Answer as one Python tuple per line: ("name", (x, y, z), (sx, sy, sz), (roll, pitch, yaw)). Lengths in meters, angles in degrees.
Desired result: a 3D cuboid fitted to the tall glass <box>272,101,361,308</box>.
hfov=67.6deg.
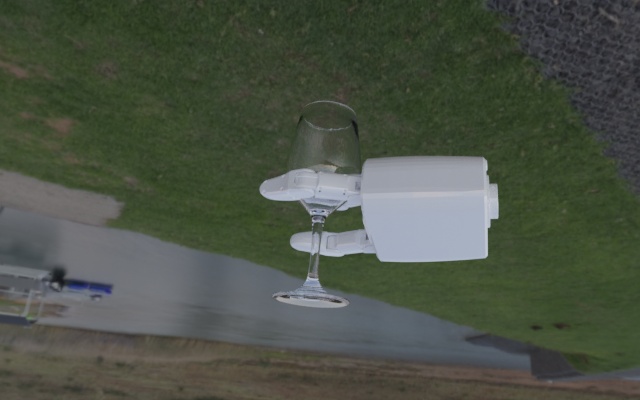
("tall glass", (0.000, 0.002, 0.483), (0.079, 0.201, 0.079), (5, -20, 2))
